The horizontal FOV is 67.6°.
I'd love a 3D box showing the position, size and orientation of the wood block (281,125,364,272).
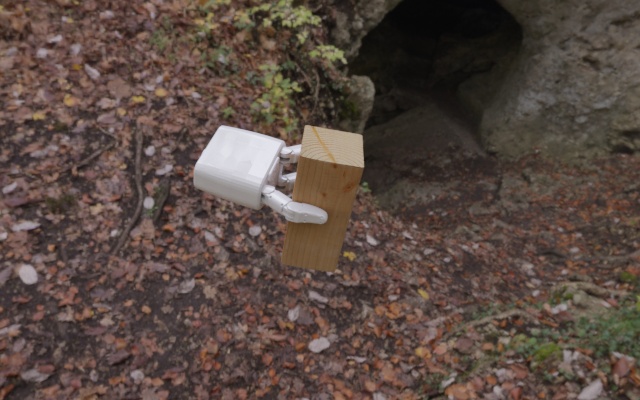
[{"bbox_3d":[0.000,0.002,0.734,0.090,0.206,0.090,10,37,-3],"label":"wood block"}]
